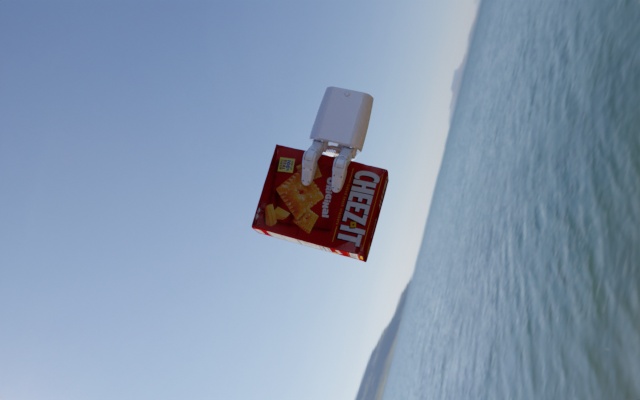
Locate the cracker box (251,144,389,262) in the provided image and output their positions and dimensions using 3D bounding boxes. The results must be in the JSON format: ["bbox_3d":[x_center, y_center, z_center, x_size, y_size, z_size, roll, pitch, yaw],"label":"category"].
[{"bbox_3d":[0.000,0.003,0.867,0.213,0.164,0.072,14,-12,13],"label":"cracker box"}]
